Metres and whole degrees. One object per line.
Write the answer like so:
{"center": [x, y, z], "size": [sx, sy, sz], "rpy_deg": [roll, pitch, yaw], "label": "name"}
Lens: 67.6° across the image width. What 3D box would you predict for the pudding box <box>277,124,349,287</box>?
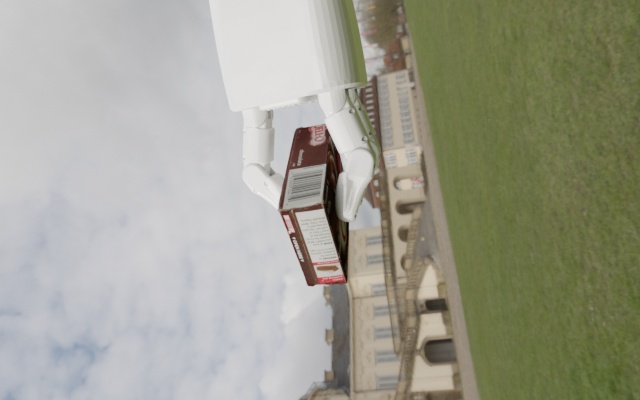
{"center": [0.000, 0.001, 0.405], "size": [0.039, 0.090, 0.113], "rpy_deg": [-7, 40, 14], "label": "pudding box"}
